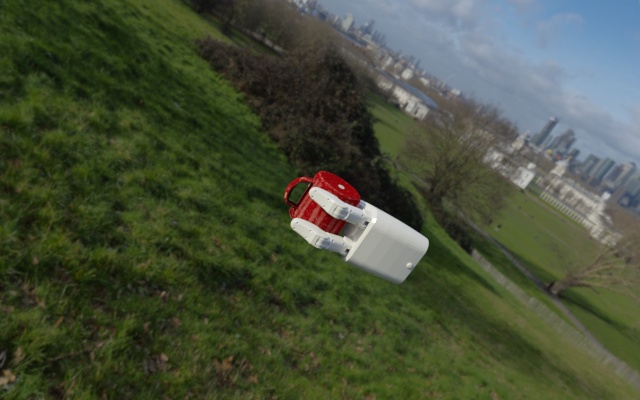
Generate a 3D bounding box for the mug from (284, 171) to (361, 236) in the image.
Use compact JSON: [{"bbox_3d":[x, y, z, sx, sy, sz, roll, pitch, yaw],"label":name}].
[{"bbox_3d":[-0.001,0.002,0.753,0.117,0.081,0.093,27,19,-18],"label":"mug"}]
